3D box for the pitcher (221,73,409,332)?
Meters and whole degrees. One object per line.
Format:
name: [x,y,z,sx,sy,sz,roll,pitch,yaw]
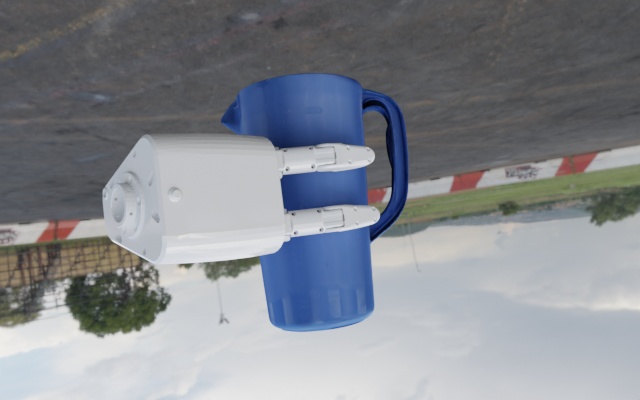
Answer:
pitcher: [0.000,0.002,0.491,0.149,0.243,0.145,-10,-5,44]
